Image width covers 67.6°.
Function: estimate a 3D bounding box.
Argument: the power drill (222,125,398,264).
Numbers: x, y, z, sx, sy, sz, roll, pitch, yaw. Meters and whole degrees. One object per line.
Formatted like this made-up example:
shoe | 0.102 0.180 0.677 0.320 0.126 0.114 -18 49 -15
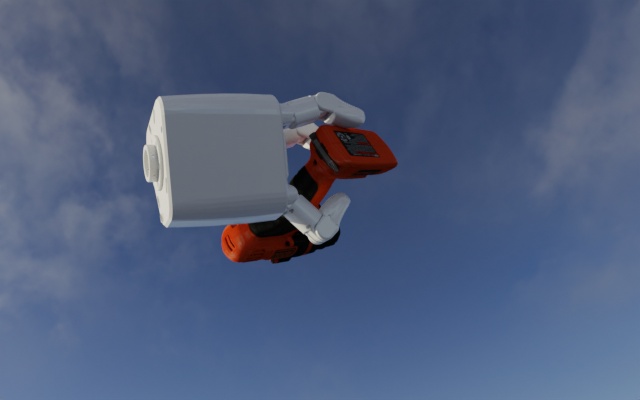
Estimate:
power drill | 0.000 0.001 0.548 0.184 0.057 0.188 -4 -38 -51
